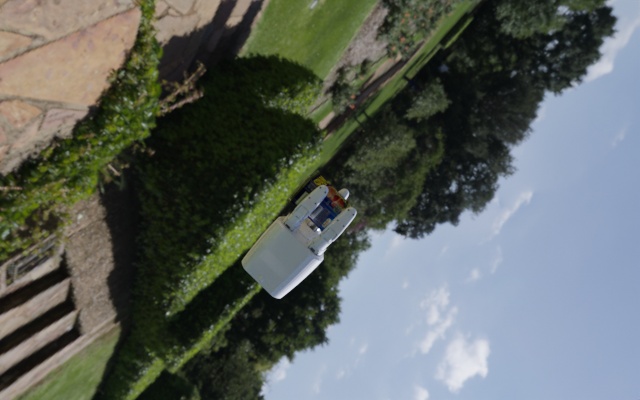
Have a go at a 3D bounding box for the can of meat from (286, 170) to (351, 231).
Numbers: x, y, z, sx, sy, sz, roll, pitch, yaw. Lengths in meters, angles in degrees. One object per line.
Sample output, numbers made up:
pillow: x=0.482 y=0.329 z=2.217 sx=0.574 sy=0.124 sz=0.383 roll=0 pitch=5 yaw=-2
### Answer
can of meat: x=0.000 y=0.003 z=0.791 sx=0.084 sy=0.057 sz=0.102 roll=44 pitch=15 yaw=1
